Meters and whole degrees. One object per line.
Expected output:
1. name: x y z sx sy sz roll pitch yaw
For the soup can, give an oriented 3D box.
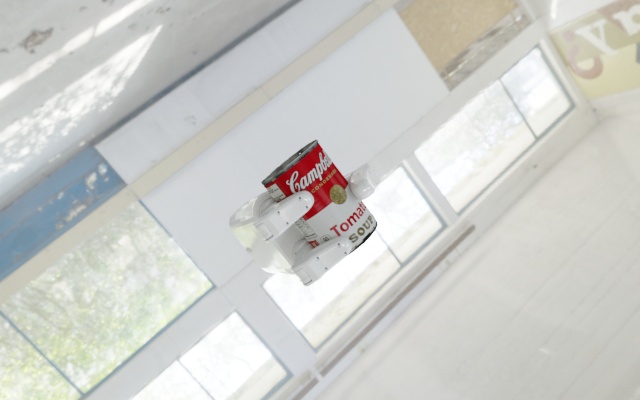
1. soup can: 0.001 0.002 0.465 0.068 0.102 0.068 -37 10 7
